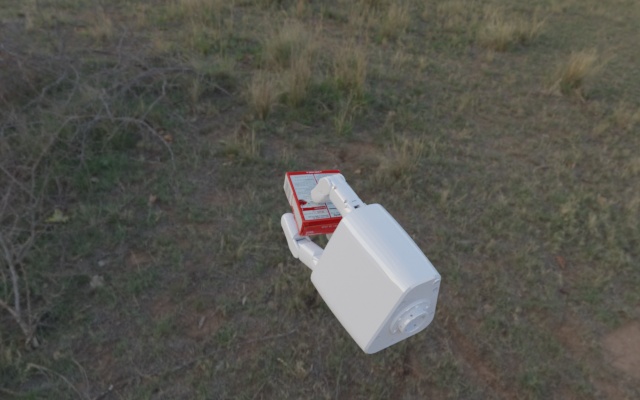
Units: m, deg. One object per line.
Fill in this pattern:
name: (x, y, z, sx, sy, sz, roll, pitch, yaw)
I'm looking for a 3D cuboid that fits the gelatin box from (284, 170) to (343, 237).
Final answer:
gelatin box: (0.000, 0.001, 0.595, 0.073, 0.089, 0.030, -5, -43, -19)
